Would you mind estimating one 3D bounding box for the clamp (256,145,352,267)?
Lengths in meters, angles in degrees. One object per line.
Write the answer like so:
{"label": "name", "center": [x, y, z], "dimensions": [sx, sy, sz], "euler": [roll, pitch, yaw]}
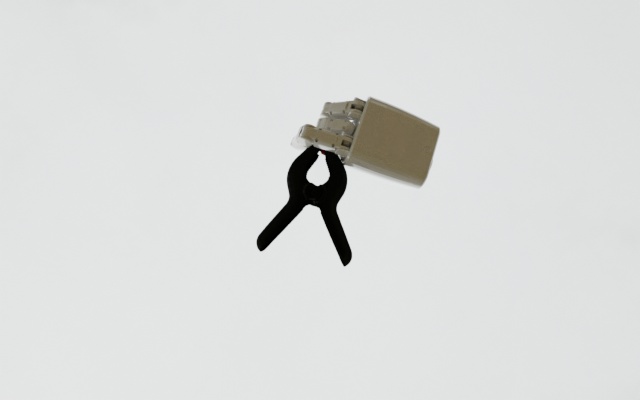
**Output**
{"label": "clamp", "center": [0.000, 0.002, 0.616], "dimensions": [0.120, 0.171, 0.039], "euler": [20, -13, -2]}
